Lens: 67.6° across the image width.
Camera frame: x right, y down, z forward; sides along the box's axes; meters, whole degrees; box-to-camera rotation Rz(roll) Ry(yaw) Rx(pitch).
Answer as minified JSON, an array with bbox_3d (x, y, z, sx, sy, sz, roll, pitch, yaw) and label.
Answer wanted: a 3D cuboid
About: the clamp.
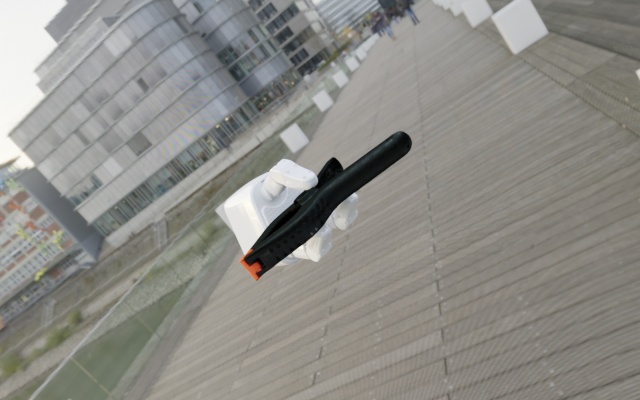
[{"bbox_3d":[-0.001,0.001,0.514,0.210,0.036,0.164,-46,13,-30],"label":"clamp"}]
